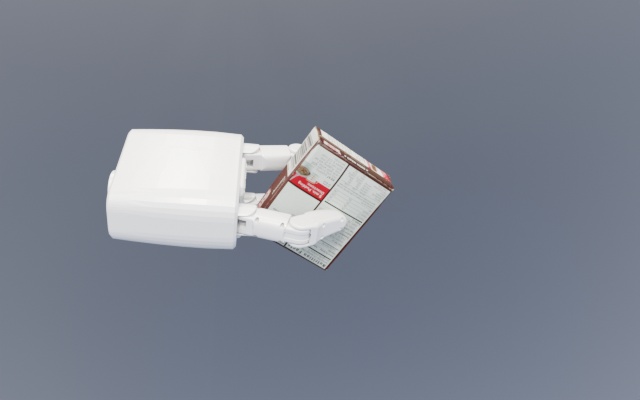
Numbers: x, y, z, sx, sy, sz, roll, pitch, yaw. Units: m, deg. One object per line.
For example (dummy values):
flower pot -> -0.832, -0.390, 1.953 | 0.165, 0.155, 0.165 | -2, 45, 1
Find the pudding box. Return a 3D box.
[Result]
pudding box -> 0.000, 0.002, 0.456 | 0.090, 0.113, 0.039 | 31, 23, -19
